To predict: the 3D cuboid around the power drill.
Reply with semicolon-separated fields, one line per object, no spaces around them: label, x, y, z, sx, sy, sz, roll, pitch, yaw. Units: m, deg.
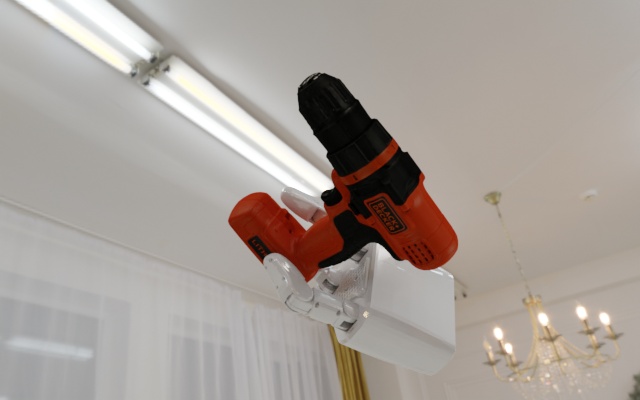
power drill;0.000;0.002;0.421;0.188;0.184;0.057;-25;18;44
